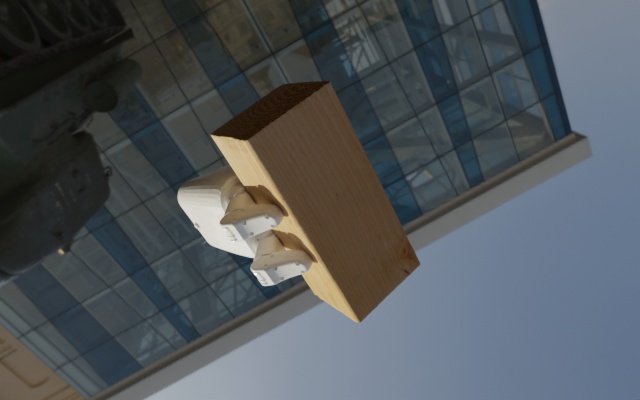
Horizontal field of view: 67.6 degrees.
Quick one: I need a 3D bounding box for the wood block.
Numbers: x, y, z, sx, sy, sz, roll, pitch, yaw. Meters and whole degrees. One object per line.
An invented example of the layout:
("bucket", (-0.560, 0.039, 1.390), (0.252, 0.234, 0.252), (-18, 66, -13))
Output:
("wood block", (0.000, 0.001, 0.453), (0.091, 0.206, 0.090), (-40, 28, -19))
